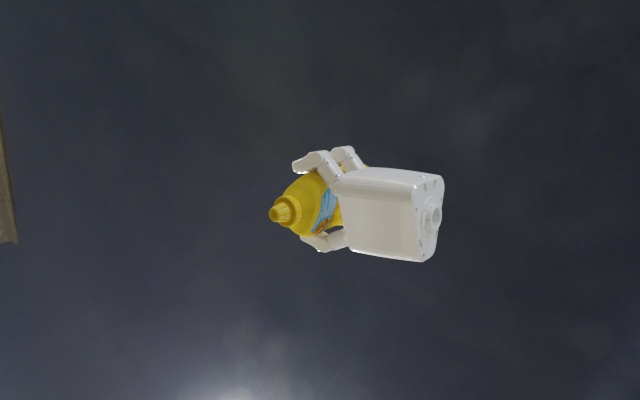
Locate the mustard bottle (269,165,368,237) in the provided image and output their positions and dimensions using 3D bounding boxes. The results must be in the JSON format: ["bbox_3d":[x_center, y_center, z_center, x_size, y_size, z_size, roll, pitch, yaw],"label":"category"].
[{"bbox_3d":[0.000,0.002,0.674,0.058,0.096,0.191,34,29,28],"label":"mustard bottle"}]
